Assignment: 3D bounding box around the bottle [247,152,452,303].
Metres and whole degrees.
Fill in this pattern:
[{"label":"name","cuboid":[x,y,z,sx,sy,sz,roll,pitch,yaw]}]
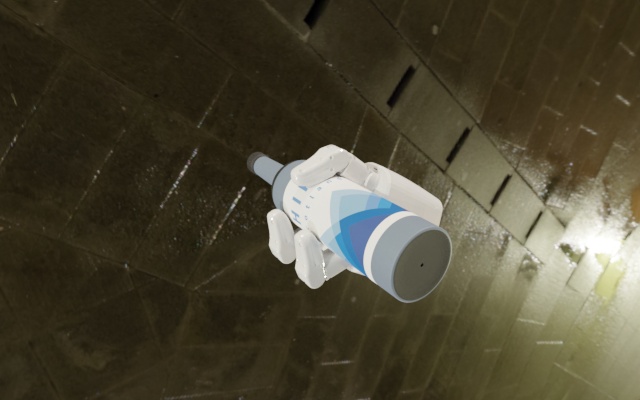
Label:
[{"label":"bottle","cuboid":[0.000,0.002,0.488,0.069,0.069,0.295,0,20,-36]}]
